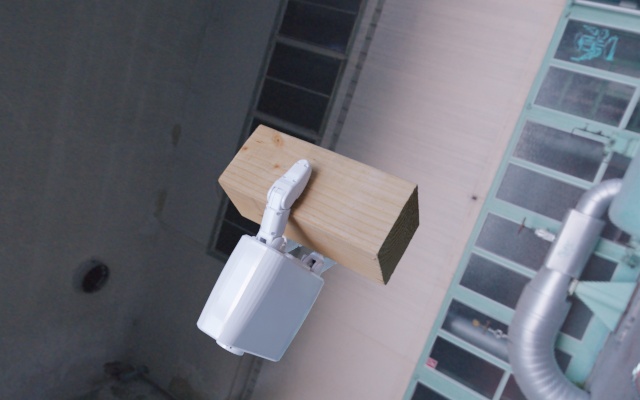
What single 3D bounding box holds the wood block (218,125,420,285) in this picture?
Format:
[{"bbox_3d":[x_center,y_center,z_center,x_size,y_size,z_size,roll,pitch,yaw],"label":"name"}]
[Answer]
[{"bbox_3d":[0.000,0.002,0.547,0.206,0.090,0.091,24,-23,24],"label":"wood block"}]
